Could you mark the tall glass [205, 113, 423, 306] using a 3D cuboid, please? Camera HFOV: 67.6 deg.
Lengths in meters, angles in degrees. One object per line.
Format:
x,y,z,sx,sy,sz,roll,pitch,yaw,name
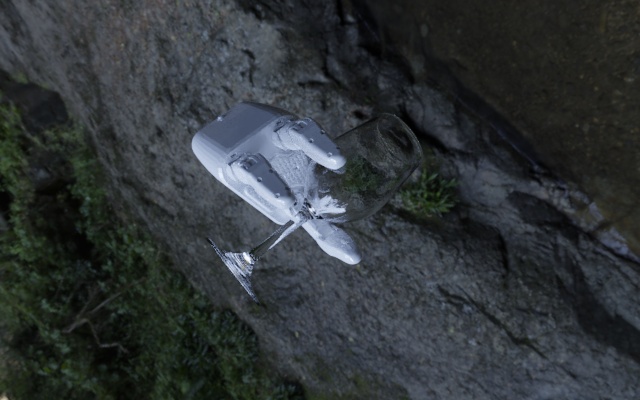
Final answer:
0.000,0.002,0.432,0.201,0.079,0.079,-38,11,-14,tall glass
